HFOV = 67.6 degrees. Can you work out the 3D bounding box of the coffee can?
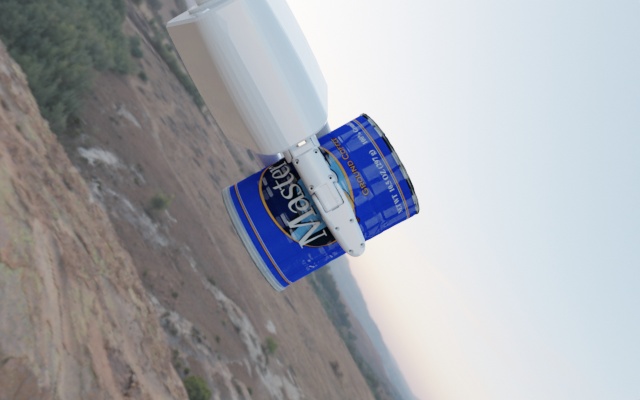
[{"bbox_3d":[0.000,0.002,0.422,0.140,0.103,0.103,-29,1,-1],"label":"coffee can"}]
